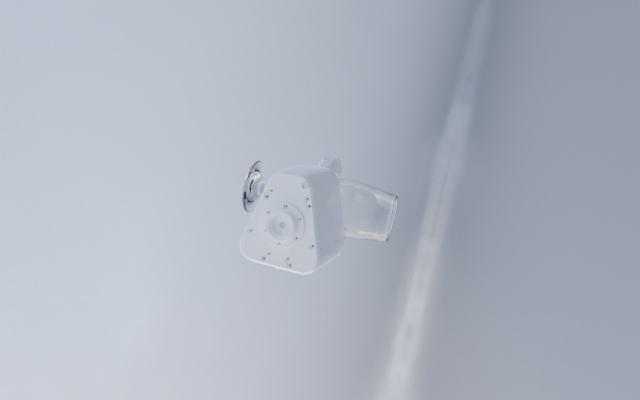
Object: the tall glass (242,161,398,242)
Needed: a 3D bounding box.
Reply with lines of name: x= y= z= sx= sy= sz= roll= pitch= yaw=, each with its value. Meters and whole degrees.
tall glass: x=0.000 y=0.002 z=0.648 sx=0.201 sy=0.079 sz=0.079 roll=13 pitch=3 yaw=14
